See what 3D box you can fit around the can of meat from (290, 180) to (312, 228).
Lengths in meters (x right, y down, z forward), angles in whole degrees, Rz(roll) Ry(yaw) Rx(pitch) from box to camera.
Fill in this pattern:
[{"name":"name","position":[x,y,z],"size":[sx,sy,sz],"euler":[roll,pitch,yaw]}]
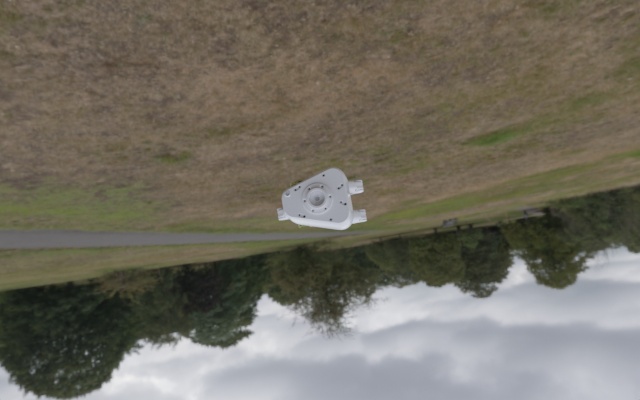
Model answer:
[{"name":"can of meat","position":[0.000,0.003,0.897],"size":[0.102,0.084,0.057],"euler":[-9,-6,1]}]
